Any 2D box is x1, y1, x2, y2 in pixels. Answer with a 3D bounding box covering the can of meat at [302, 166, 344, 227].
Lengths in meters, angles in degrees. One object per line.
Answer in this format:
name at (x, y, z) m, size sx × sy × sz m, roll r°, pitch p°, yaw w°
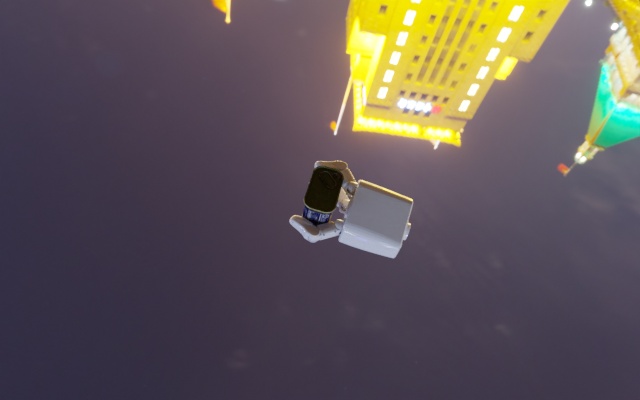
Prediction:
can of meat at (0.000, 0.003, 0.866) m, size 0.057 × 0.102 × 0.084 m, roll 16°, pitch -38°, yaw 1°
